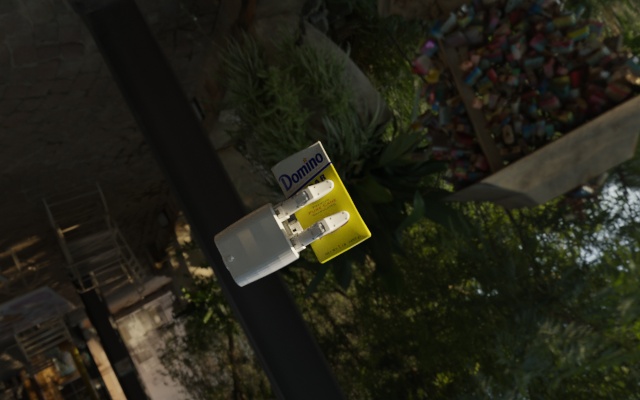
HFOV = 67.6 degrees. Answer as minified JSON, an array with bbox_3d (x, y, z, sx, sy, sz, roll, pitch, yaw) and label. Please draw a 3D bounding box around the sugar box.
[{"bbox_3d":[0.000,0.003,0.773,0.093,0.176,0.048,-29,-6,1],"label":"sugar box"}]
